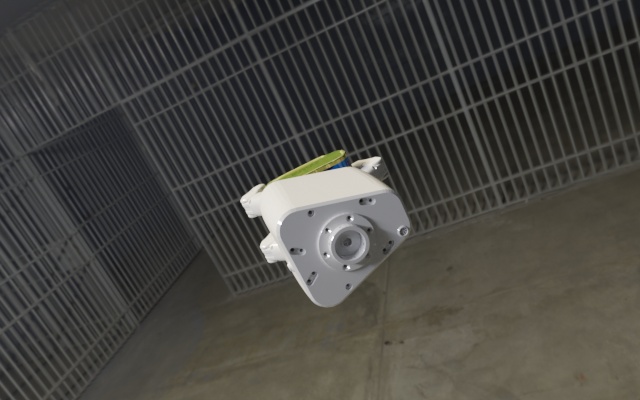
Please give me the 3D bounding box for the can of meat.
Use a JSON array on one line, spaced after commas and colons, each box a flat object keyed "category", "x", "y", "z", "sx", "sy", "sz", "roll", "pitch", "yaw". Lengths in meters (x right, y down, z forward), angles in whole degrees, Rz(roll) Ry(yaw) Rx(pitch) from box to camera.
[{"category": "can of meat", "x": 0.000, "y": 0.001, "z": 0.532, "sx": 0.102, "sy": 0.084, "sz": 0.057, "roll": -27, "pitch": 17, "yaw": -3}]
